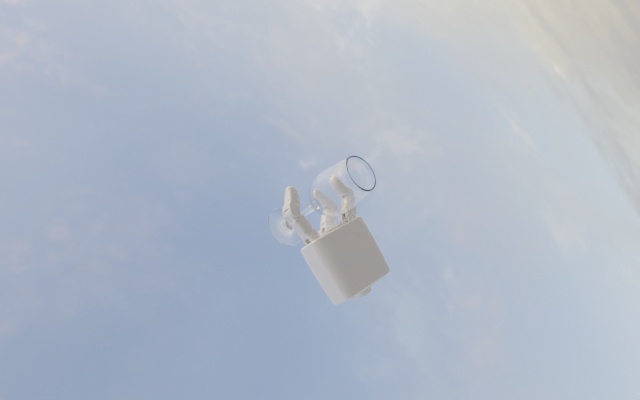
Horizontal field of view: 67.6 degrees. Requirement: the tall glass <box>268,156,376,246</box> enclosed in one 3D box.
[{"bbox_3d":[0.000,0.003,0.787,0.079,0.079,0.201,0,-27,-44],"label":"tall glass"}]
